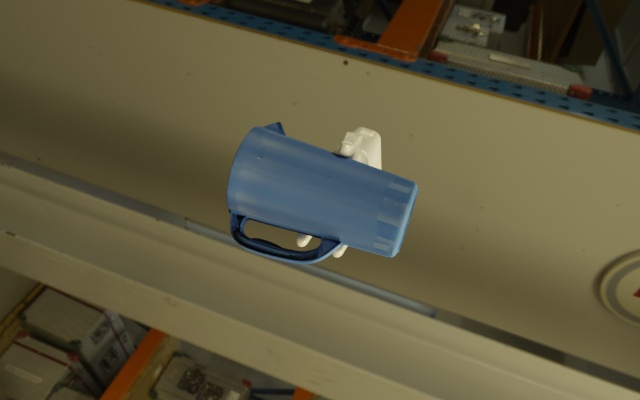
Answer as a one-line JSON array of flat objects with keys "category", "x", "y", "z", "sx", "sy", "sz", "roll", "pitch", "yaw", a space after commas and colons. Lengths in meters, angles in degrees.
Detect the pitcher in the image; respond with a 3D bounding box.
[{"category": "pitcher", "x": 0.000, "y": 0.002, "z": 0.657, "sx": 0.243, "sy": 0.149, "sz": 0.145, "roll": 18, "pitch": 29, "yaw": 10}]
